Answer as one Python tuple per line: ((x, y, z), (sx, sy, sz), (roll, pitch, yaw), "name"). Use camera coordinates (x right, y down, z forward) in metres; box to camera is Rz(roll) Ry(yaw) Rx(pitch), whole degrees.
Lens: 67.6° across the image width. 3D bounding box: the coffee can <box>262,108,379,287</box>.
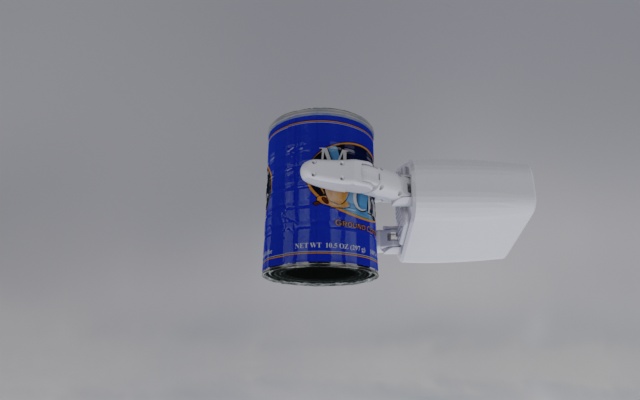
((0.000, 0.001, 0.440), (0.103, 0.140, 0.103), (0, -19, 0), "coffee can")
